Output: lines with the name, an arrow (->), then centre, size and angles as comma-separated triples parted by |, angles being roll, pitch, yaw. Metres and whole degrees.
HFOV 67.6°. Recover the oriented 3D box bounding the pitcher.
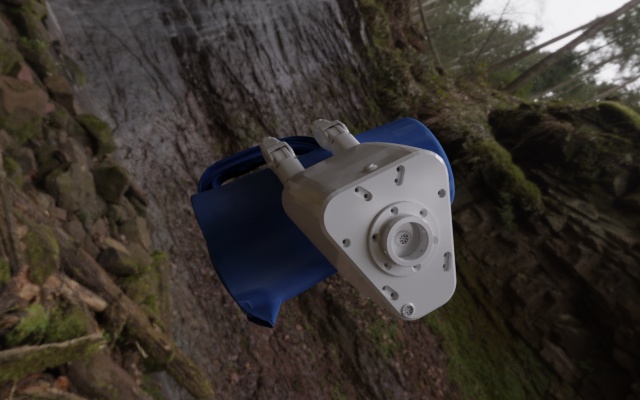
pitcher -> 0.000, 0.002, 0.483 | 0.243, 0.149, 0.145 | -25, 13, -11
